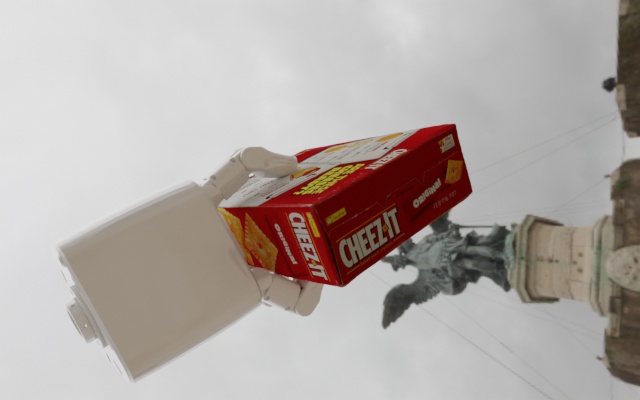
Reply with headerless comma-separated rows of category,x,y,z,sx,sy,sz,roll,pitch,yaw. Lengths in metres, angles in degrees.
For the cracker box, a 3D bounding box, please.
cracker box,0.000,0.001,0.437,0.164,0.072,0.213,-30,17,-33
